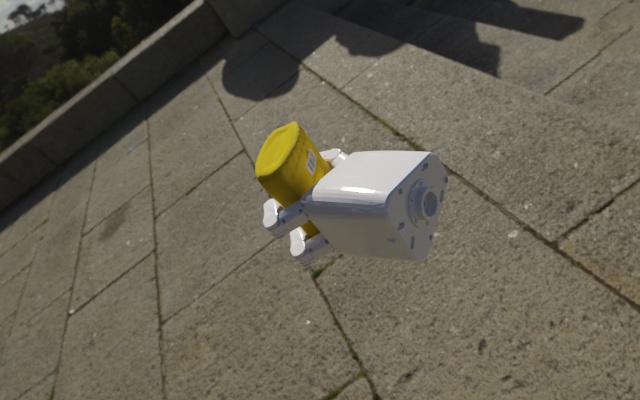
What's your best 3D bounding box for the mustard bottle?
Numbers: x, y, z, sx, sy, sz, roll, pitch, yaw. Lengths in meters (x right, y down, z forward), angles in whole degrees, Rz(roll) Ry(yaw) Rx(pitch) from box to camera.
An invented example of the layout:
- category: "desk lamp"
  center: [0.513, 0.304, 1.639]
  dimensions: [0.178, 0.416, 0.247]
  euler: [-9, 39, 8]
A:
- category: "mustard bottle"
  center: [0.000, 0.002, 0.588]
  dimensions: [0.058, 0.096, 0.192]
  euler: [-20, -52, 26]
